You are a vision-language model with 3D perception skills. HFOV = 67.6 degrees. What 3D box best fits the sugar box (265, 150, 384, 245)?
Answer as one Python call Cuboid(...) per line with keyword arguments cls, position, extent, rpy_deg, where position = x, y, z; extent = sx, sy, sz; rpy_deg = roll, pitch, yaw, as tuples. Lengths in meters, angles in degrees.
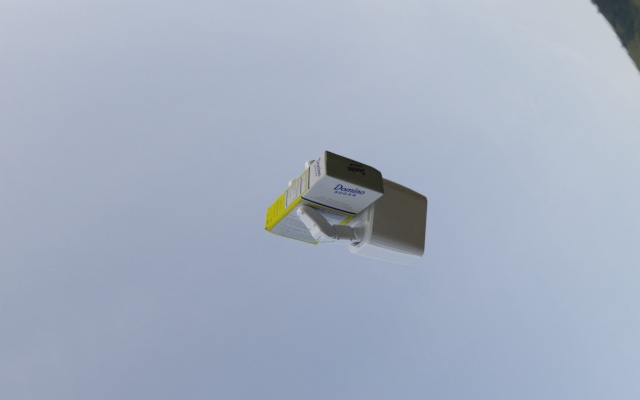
Cuboid(cls="sugar box", position=(0.000, 0.002, 0.675), extent=(0.093, 0.048, 0.176), rpy_deg=(17, -38, -27))
